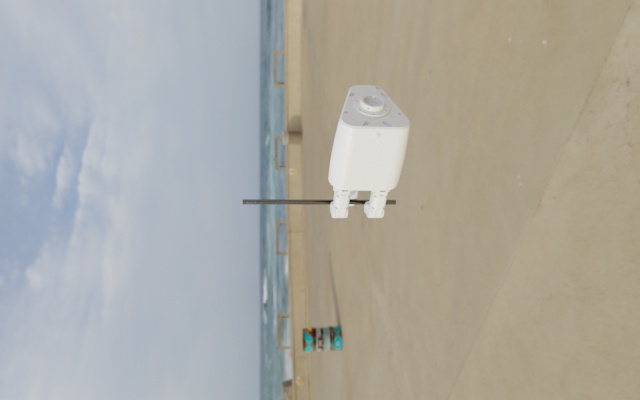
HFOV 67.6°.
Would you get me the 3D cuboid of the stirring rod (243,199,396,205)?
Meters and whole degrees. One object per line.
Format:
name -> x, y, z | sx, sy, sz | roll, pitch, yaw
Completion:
stirring rod -> 0.000, 0.002, 0.747 | 0.239, 0.011, 0.011 | 0, 0, -7
